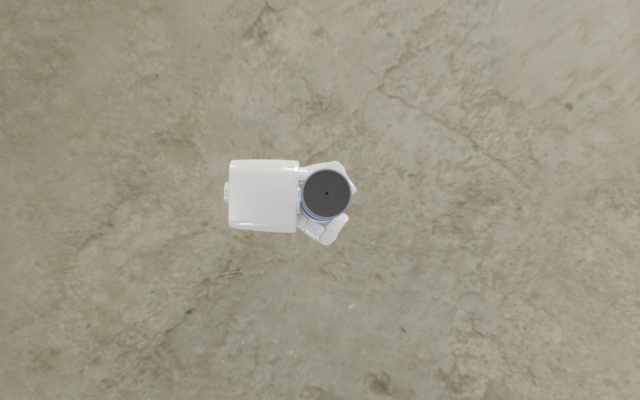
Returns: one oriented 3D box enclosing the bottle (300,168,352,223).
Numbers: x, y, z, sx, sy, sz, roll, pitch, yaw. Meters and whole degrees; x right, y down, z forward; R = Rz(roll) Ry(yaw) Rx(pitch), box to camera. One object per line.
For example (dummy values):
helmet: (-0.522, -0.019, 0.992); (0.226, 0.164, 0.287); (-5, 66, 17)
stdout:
bottle: (0.000, 0.003, 0.766); (0.069, 0.069, 0.296); (0, -5, -3)
